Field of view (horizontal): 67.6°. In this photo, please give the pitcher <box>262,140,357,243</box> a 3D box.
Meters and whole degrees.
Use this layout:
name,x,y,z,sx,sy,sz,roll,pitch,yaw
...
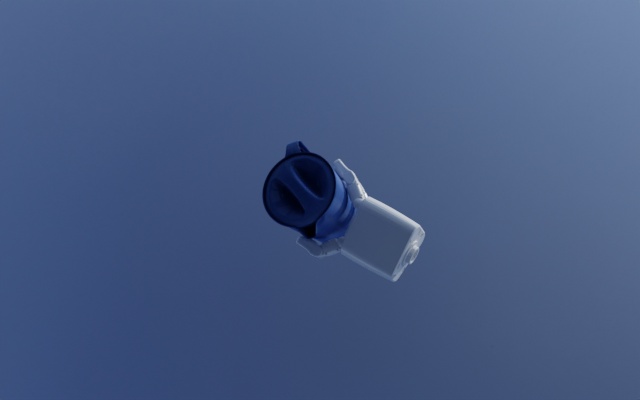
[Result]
name,x,y,z,sx,sy,sz,roll,pitch,yaw
pitcher,0.000,0.003,0.898,0.145,0.149,0.243,27,-6,25
